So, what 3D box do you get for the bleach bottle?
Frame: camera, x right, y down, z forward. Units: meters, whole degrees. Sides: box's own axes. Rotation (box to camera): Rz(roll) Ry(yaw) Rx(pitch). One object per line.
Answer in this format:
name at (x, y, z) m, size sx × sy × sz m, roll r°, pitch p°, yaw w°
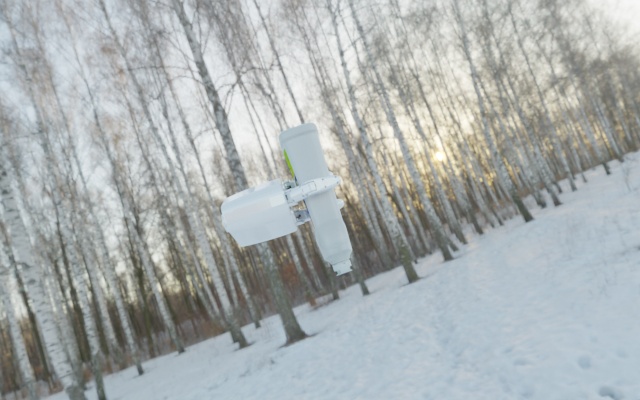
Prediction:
bleach bottle at (0.000, 0.003, 0.807) m, size 0.068 × 0.251 × 0.102 m, roll -19°, pitch -7°, yaw -4°
